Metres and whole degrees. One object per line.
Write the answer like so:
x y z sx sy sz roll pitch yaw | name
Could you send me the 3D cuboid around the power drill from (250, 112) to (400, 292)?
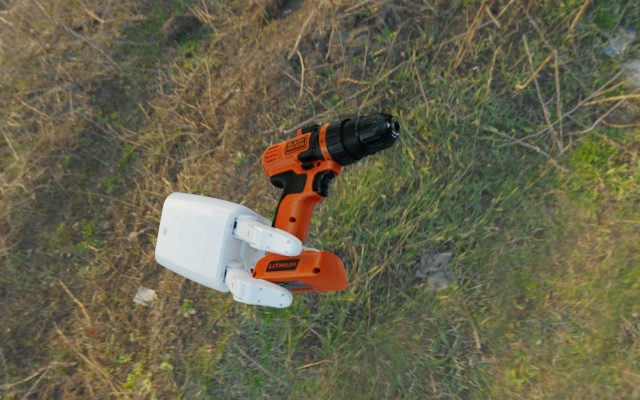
0.000 0.002 0.517 0.184 0.187 0.057 -14 -32 40 | power drill
